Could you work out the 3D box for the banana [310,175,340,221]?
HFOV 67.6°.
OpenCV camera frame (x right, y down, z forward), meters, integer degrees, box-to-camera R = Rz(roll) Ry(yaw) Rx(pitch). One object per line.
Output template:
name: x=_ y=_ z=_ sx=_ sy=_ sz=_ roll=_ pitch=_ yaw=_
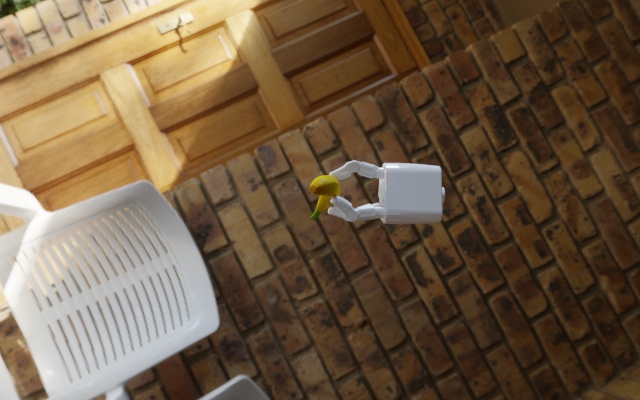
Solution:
banana: x=0.010 y=-0.011 z=0.892 sx=0.037 sy=0.069 sz=0.198 roll=29 pitch=-15 yaw=10
